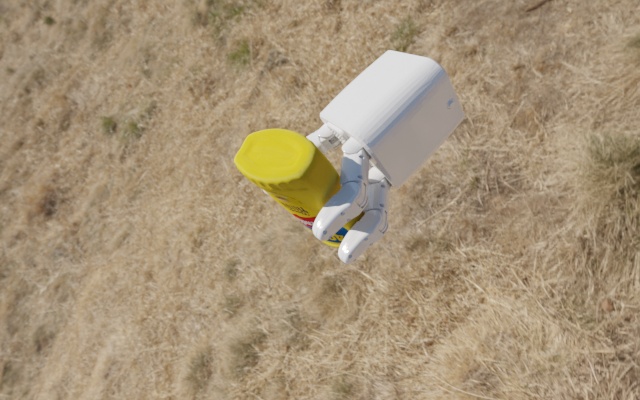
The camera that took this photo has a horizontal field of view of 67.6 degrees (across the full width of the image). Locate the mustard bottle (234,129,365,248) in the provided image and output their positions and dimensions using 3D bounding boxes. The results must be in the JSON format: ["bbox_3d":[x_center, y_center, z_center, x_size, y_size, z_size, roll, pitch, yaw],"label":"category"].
[{"bbox_3d":[0.000,0.002,0.503,0.096,0.058,0.192,14,-20,38],"label":"mustard bottle"}]
